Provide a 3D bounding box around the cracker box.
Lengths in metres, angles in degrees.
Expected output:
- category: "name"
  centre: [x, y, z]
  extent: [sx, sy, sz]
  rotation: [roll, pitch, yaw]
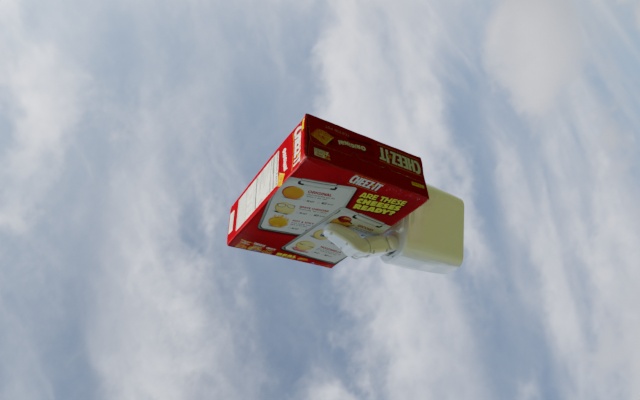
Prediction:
- category: "cracker box"
  centre: [0.000, 0.002, 0.597]
  extent: [0.164, 0.072, 0.214]
  rotation: [16, -38, -26]
